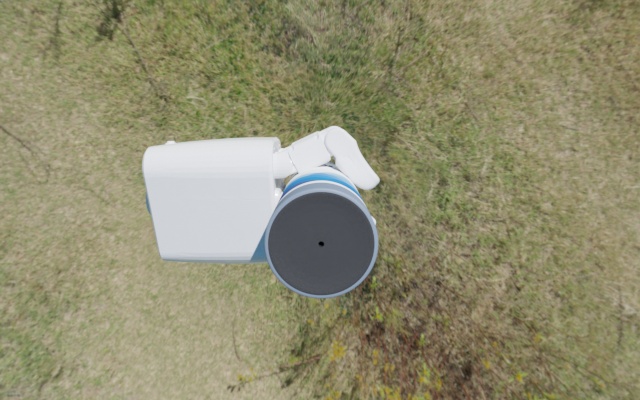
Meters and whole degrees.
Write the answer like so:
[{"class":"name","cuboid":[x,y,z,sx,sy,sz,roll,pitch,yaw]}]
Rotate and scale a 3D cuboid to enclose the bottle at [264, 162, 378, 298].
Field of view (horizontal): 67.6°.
[{"class":"bottle","cuboid":[0.000,0.001,0.421,0.069,0.069,0.295,0,9,0]}]
